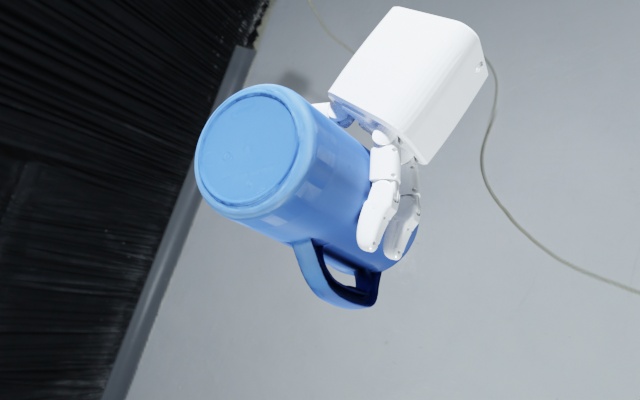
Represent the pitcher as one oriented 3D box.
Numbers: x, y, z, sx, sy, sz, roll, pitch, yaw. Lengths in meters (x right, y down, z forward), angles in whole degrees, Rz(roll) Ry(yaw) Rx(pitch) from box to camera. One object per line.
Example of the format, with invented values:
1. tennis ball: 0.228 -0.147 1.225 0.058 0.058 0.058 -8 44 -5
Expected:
1. pitcher: 0.000 0.001 0.448 0.149 0.145 0.243 38 4 30
